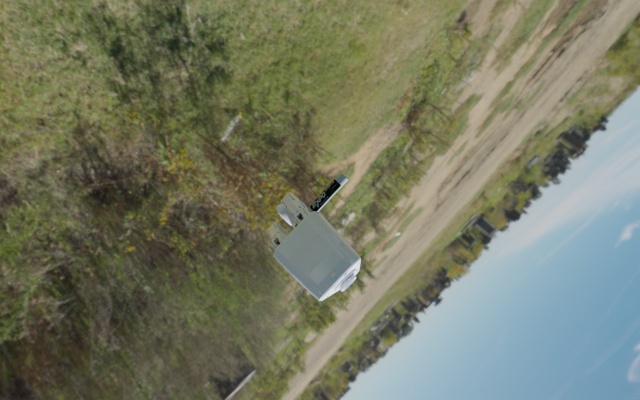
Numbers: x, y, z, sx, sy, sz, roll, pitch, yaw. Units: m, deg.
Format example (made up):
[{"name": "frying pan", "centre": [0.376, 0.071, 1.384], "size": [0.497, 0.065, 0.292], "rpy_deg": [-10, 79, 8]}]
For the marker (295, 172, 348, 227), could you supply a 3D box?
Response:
[{"name": "marker", "centre": [0.000, 0.003, 0.808], "size": [0.020, 0.121, 0.020], "rpy_deg": [42, 6, -5]}]
